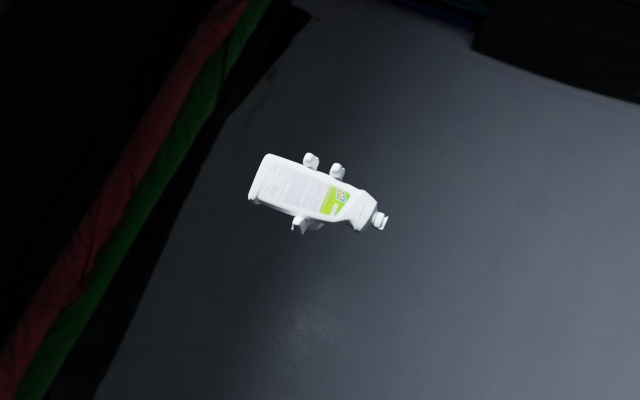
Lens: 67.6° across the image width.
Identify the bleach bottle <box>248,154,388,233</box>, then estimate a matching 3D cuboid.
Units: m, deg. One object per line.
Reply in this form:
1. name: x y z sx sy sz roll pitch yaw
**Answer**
1. bleach bottle: 0.000 0.003 0.889 0.251 0.102 0.068 23 2 8
